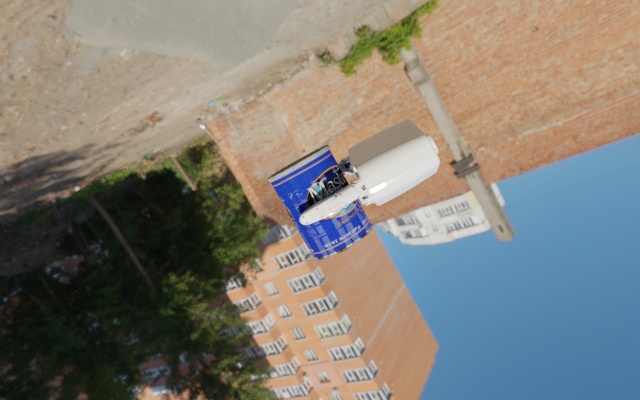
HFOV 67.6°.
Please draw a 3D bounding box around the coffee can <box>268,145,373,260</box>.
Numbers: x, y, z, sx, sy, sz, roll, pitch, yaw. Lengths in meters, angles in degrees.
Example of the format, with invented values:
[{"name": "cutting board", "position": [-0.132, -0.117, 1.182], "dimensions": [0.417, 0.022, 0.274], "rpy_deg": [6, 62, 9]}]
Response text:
[{"name": "coffee can", "position": [0.000, 0.002, 0.714], "dimensions": [0.103, 0.140, 0.103], "rpy_deg": [-29, 8, 4]}]
